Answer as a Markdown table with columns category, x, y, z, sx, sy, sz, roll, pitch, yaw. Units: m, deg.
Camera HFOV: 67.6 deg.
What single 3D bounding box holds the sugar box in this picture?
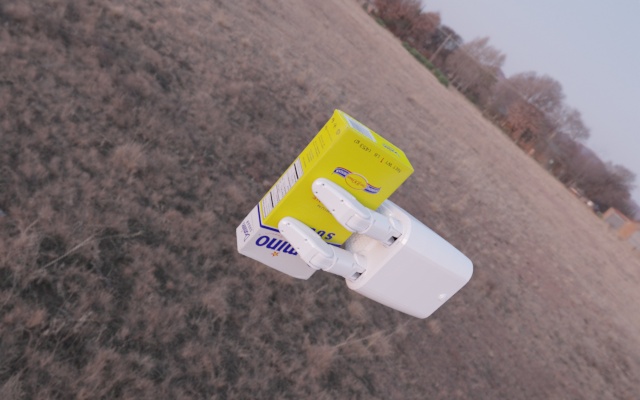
| category | x | y | z | sx | sy | sz | roll | pitch | yaw |
| --- | --- | --- | --- | --- | --- | --- | --- | --- | --- |
| sugar box | 0.000 | 0.002 | 0.490 | 0.093 | 0.176 | 0.048 | 28 | 24 | -29 |
